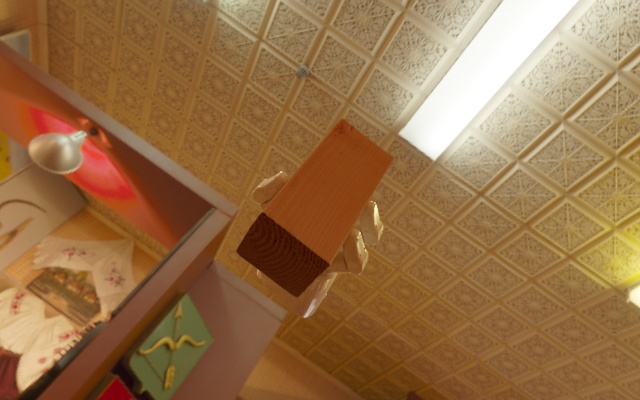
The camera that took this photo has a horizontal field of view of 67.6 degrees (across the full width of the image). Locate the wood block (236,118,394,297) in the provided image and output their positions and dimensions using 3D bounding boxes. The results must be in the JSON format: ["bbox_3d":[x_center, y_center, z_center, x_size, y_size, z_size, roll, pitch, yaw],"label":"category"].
[{"bbox_3d":[0.000,0.002,0.582,0.090,0.091,0.206,-51,2,46],"label":"wood block"}]
